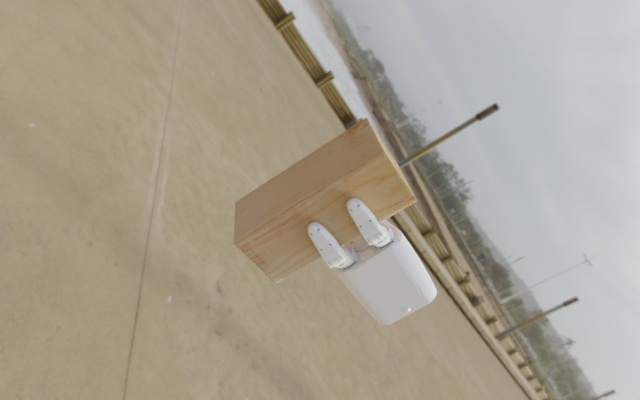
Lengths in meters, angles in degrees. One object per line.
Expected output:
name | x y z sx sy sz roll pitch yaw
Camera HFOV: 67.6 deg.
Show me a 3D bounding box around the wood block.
wood block | 0.000 0.002 0.598 0.206 0.090 0.090 -32 32 13
